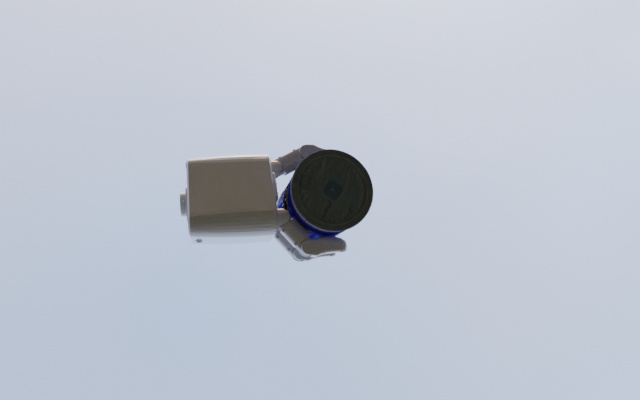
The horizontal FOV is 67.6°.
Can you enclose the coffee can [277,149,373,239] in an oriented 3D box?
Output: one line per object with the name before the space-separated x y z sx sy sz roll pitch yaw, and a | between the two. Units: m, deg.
coffee can | 0.000 0.002 0.641 0.103 0.102 0.140 0 -13 -13
